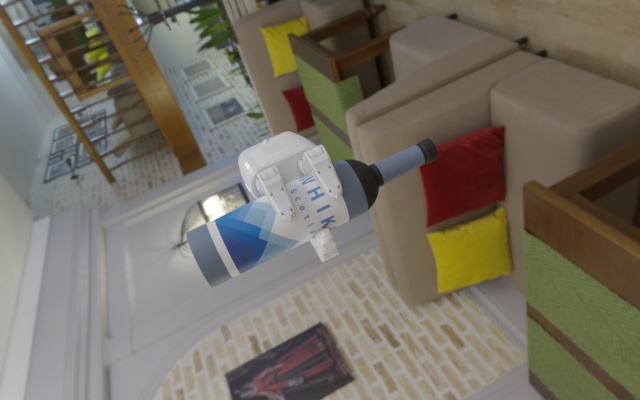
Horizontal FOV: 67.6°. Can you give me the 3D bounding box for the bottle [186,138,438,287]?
[{"bbox_3d":[0.000,0.002,0.539,0.295,0.069,0.069,-26,4,-9],"label":"bottle"}]
